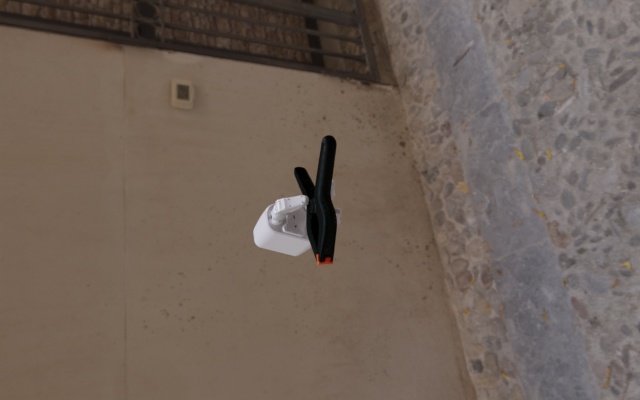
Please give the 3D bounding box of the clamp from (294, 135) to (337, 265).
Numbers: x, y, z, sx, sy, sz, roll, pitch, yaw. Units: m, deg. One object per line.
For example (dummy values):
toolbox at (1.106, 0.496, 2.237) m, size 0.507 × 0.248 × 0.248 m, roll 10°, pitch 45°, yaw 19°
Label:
clamp at (-0.001, 0.003, 0.820) m, size 0.036 × 0.210 × 0.165 m, roll 0°, pitch -23°, yaw -21°
